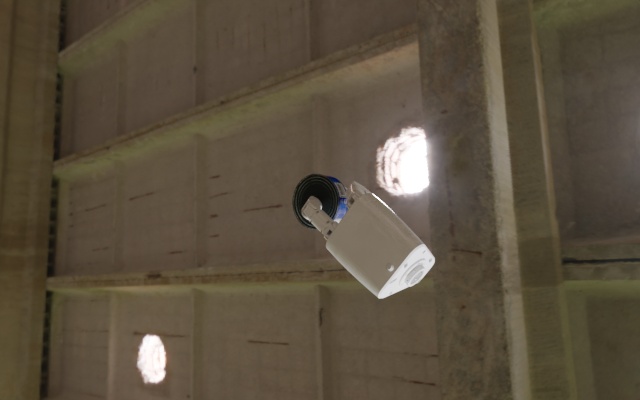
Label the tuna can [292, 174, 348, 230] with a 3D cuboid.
[{"bbox_3d":[0.000,0.002,0.741,0.086,0.086,0.034,0,-2,34],"label":"tuna can"}]
